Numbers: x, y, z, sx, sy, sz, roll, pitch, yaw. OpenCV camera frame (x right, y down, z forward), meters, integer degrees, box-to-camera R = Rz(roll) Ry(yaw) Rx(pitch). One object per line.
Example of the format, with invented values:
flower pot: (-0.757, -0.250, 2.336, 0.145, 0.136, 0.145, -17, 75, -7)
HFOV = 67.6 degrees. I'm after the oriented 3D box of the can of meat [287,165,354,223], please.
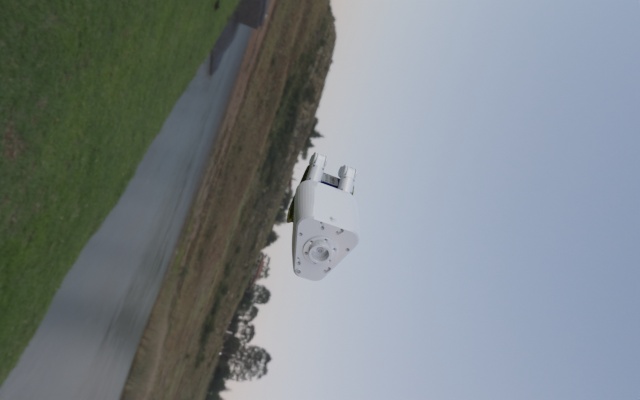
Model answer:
can of meat: (0.000, 0.003, 0.806, 0.084, 0.102, 0.057, 20, 25, -11)
